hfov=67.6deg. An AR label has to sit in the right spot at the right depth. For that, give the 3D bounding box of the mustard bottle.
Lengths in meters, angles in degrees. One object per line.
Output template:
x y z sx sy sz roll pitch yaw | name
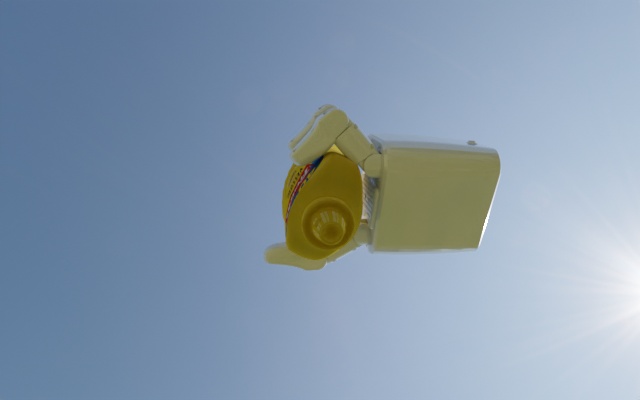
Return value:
0.000 0.001 0.435 0.058 0.096 0.191 26 10 -11 | mustard bottle
